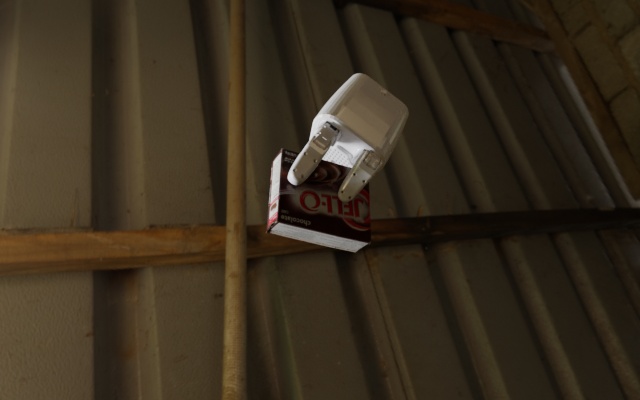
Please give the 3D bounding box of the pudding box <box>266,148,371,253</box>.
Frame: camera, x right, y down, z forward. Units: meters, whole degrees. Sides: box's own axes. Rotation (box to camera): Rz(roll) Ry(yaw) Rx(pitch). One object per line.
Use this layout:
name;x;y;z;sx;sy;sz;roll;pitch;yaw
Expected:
pudding box;0.000;0.002;0.526;0.113;0.090;0.039;13;-32;-20
